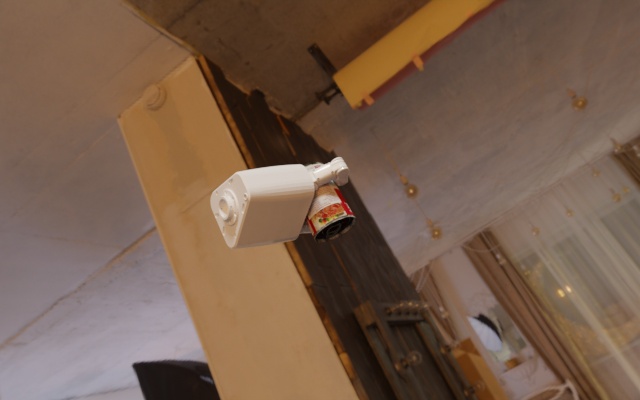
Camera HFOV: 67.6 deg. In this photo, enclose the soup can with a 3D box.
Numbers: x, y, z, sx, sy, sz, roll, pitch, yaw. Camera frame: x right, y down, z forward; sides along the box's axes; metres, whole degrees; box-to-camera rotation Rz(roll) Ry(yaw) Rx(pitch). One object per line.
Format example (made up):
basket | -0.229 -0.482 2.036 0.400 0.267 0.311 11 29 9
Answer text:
soup can | 0.000 0.002 0.712 0.068 0.102 0.068 -24 -24 -11
